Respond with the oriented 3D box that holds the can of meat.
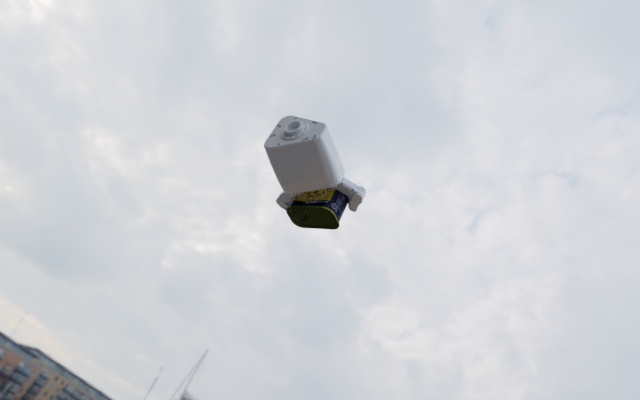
[{"bbox_3d":[0.000,0.003,0.883,0.102,0.084,0.057,1,-44,31],"label":"can of meat"}]
